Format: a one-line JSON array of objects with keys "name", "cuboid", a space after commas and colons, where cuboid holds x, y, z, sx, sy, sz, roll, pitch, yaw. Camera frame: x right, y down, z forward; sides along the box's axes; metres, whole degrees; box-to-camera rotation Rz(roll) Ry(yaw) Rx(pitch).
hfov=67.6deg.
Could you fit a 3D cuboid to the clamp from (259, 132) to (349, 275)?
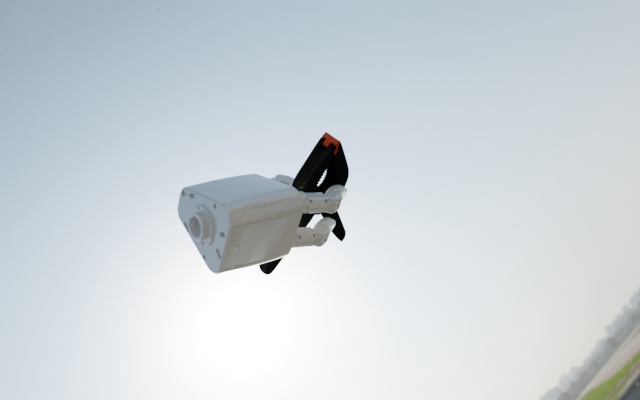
[{"name": "clamp", "cuboid": [0.000, 0.001, 0.678, 0.164, 0.210, 0.036, -14, 42, -45]}]
